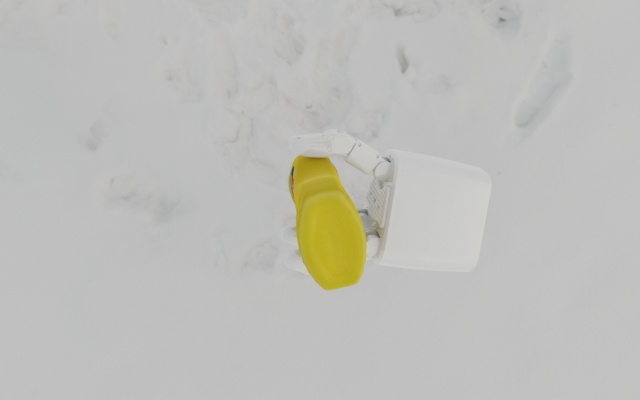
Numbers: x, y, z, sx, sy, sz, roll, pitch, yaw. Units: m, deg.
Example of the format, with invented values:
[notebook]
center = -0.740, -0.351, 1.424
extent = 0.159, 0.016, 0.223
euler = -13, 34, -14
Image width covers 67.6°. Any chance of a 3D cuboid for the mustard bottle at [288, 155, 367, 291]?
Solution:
[mustard bottle]
center = 0.000, 0.002, 0.484
extent = 0.058, 0.096, 0.191
euler = -15, 23, -1
